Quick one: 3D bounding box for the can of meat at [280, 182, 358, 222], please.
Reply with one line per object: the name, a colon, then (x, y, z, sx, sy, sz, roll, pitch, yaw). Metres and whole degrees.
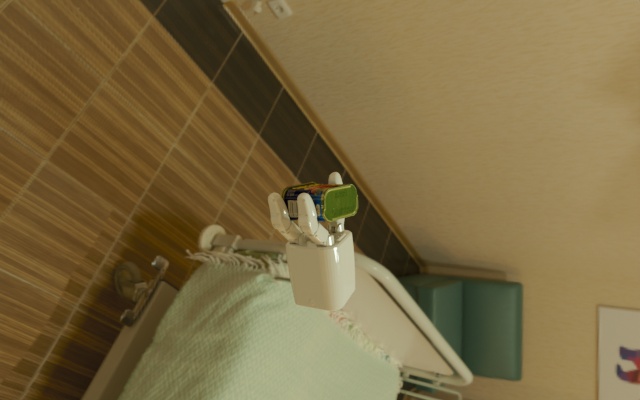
can of meat: (0.000, 0.002, 0.763, 0.084, 0.057, 0.102, 2, 9, 36)
